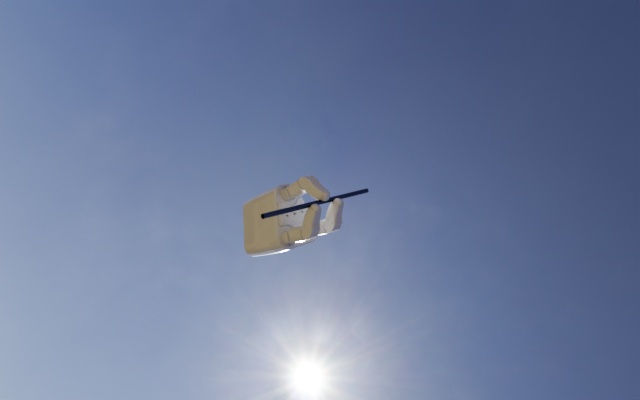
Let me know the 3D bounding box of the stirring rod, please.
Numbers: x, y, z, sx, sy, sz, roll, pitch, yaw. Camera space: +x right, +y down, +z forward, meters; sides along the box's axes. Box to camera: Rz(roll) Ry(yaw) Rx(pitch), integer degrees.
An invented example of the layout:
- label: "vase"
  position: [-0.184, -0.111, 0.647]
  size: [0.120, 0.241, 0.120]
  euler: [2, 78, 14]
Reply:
- label: "stirring rod"
  position: [0.000, 0.002, 0.761]
  size: [0.011, 0.011, 0.239]
  euler: [0, 10, 44]
